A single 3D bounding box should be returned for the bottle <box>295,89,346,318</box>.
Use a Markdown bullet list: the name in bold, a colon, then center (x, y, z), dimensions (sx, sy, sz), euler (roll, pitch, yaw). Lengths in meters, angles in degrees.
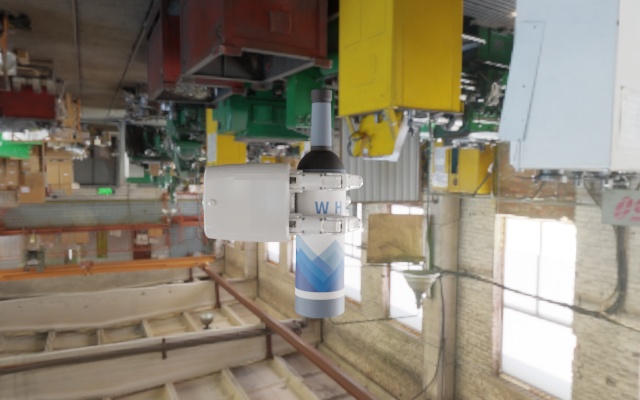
- **bottle**: center (0.000, 0.002, 0.636), dimensions (0.069, 0.296, 0.069), euler (0, 3, 0)
